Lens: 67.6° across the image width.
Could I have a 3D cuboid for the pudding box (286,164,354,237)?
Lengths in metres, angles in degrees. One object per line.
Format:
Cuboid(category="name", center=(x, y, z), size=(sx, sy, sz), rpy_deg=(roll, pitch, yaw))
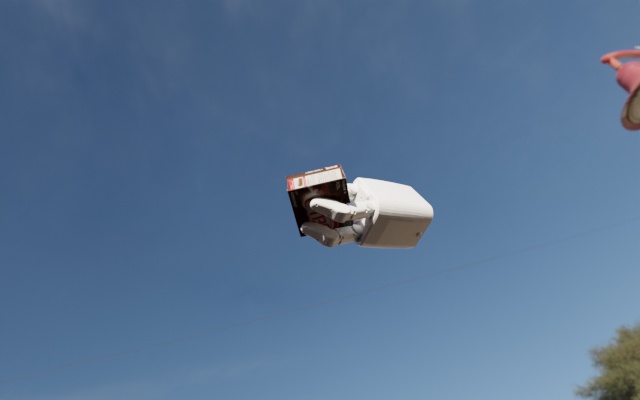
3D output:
Cuboid(category="pudding box", center=(0.000, 0.002, 0.749), size=(0.090, 0.114, 0.039), rpy_deg=(-14, 44, 0))
